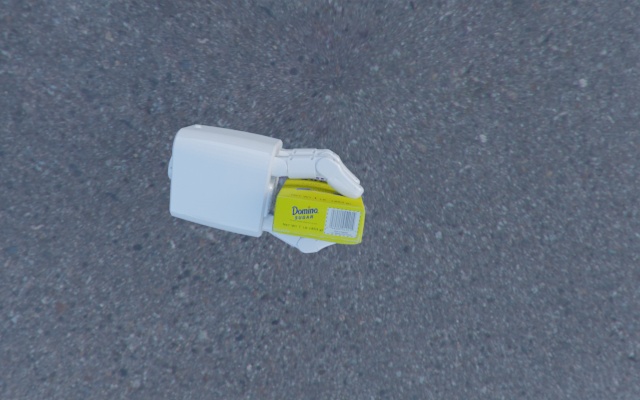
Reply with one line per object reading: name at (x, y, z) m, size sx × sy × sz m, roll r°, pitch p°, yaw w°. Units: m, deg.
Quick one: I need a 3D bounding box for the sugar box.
sugar box at (0.000, 0.001, 0.566) m, size 0.093 × 0.048 × 0.176 m, roll 9°, pitch 14°, yaw -1°
